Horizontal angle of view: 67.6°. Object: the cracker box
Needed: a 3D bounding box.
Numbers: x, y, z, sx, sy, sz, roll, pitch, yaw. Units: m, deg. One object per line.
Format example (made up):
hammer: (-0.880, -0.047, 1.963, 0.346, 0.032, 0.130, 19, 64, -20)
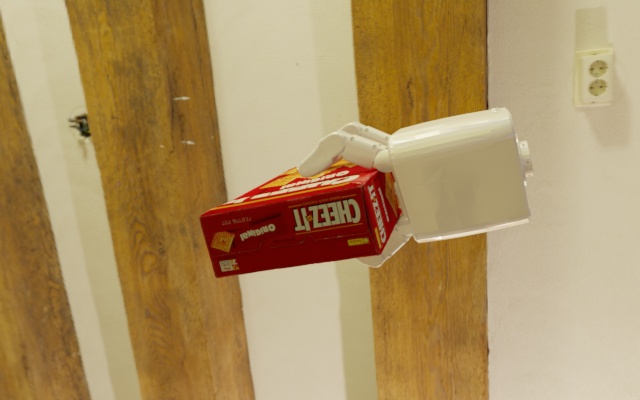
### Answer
cracker box: (0.000, 0.002, 0.509, 0.164, 0.072, 0.213, -11, 10, 21)
